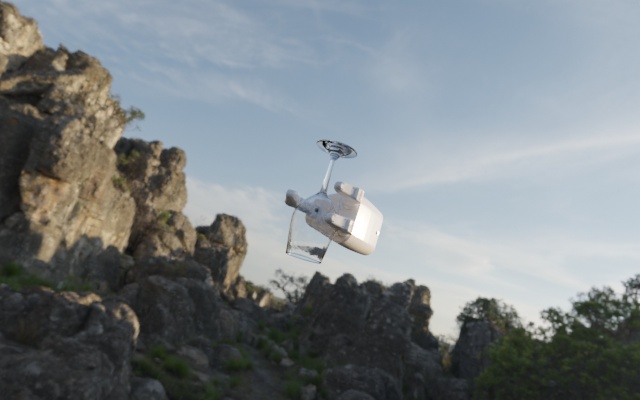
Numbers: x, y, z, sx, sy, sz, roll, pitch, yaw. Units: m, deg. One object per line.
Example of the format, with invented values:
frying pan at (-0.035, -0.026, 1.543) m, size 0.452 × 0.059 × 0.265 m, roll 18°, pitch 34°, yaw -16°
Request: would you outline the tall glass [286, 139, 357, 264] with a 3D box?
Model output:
tall glass at (0.000, 0.002, 0.811) m, size 0.079 × 0.201 × 0.079 m, roll 17°, pitch -12°, yaw 4°
